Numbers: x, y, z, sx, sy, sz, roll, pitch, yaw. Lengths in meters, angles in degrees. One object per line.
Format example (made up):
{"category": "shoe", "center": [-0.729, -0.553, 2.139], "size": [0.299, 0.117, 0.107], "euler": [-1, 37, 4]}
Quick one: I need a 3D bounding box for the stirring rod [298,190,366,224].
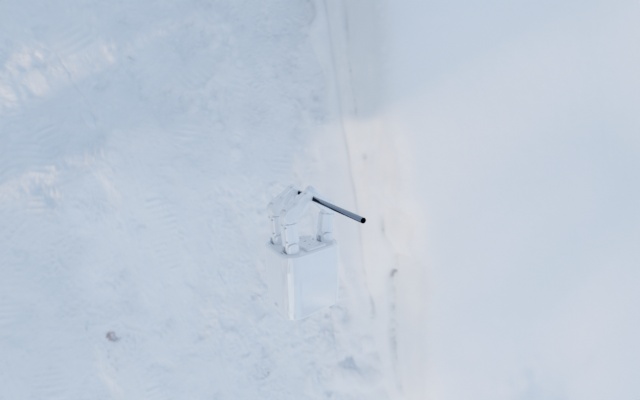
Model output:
{"category": "stirring rod", "center": [0.000, 0.002, 0.692], "size": [0.011, 0.011, 0.239], "euler": [0, 11, -26]}
